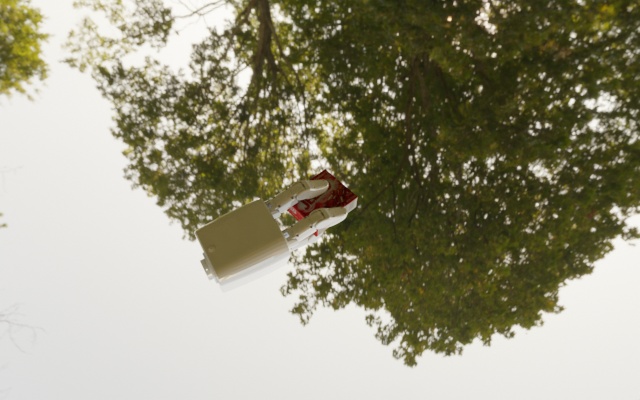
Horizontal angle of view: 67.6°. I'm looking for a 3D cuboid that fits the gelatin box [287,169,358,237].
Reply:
[{"bbox_3d":[0.000,0.002,0.725,0.089,0.073,0.030,-36,-26,-26],"label":"gelatin box"}]
